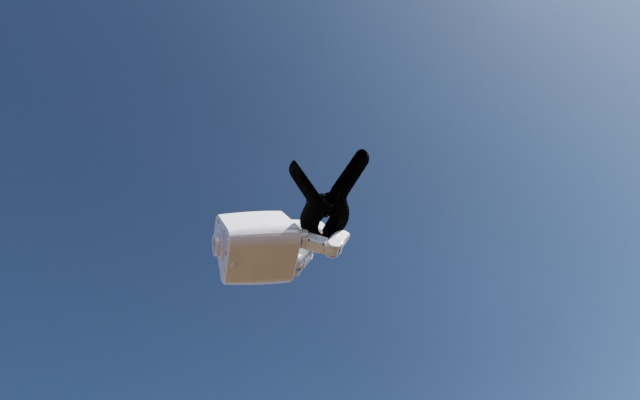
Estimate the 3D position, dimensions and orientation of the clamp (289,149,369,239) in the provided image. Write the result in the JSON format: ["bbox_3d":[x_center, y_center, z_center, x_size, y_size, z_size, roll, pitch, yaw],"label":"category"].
[{"bbox_3d":[0.000,0.002,0.702,0.120,0.171,0.039,0,32,-22],"label":"clamp"}]
